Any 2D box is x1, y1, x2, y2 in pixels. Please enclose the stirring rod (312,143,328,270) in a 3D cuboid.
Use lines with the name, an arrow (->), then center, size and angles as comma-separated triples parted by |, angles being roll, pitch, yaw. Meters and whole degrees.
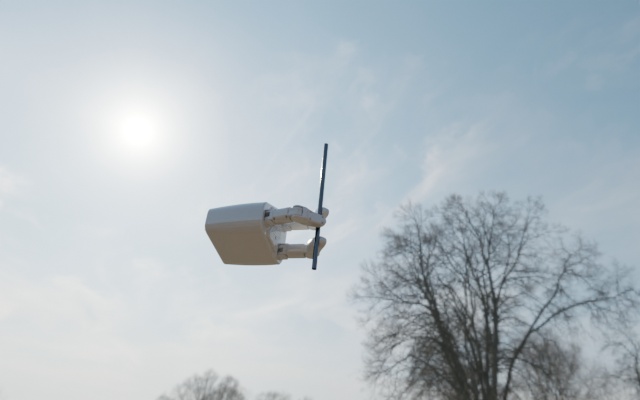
stirring rod -> 0.000, 0.003, 0.795 | 0.011, 0.239, 0.011 | 4, -30, 2
